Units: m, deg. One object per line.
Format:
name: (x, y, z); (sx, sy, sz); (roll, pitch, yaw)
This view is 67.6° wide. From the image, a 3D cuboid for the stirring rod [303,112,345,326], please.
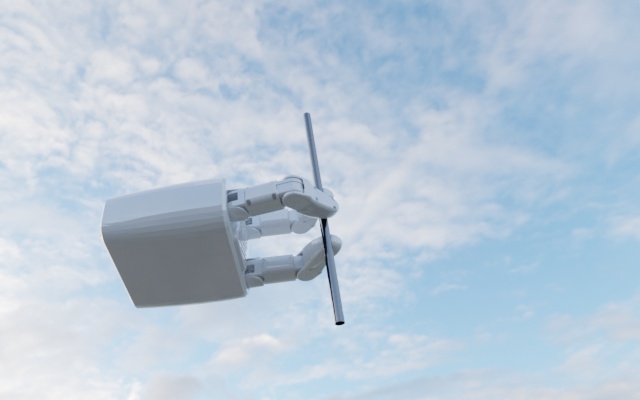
stirring rod: (0.000, 0.002, 0.443); (0.011, 0.239, 0.011); (-6, -38, -4)
